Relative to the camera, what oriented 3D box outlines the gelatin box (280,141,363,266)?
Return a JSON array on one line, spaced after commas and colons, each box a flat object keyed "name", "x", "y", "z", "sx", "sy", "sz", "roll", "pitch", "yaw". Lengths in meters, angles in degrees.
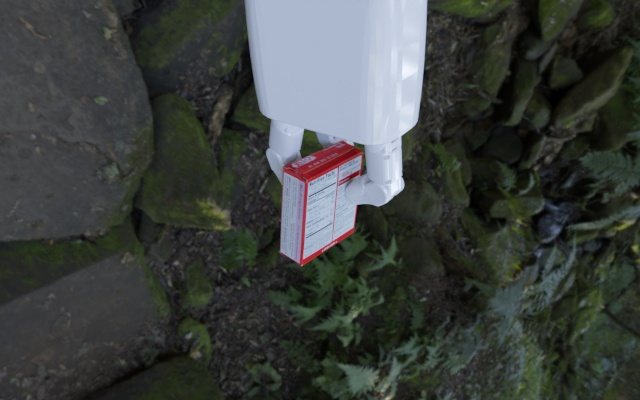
[{"name": "gelatin box", "x": 0.000, "y": 0.002, "z": 0.411, "sx": 0.030, "sy": 0.089, "sz": 0.073, "roll": 27, "pitch": 39, "yaw": 32}]
